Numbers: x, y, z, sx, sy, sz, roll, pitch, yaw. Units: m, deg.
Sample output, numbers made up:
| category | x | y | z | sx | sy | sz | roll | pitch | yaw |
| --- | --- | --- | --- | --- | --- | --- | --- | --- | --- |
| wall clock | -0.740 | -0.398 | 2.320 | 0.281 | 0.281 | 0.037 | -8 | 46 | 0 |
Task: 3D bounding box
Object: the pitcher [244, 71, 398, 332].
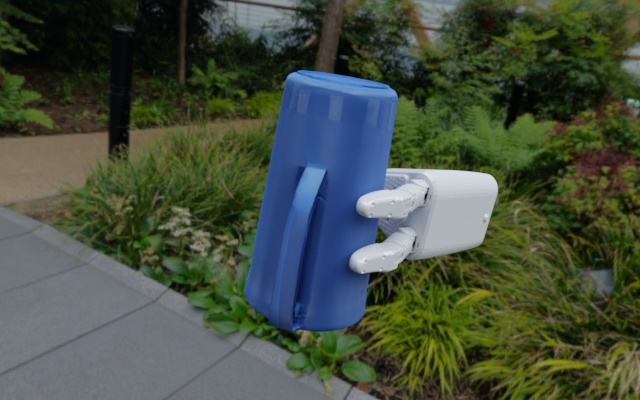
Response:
| category | x | y | z | sx | sy | sz | roll | pitch | yaw |
| --- | --- | --- | --- | --- | --- | --- | --- | --- | --- |
| pitcher | 0.000 | 0.002 | 0.478 | 0.145 | 0.243 | 0.149 | -2 | 21 | -31 |
